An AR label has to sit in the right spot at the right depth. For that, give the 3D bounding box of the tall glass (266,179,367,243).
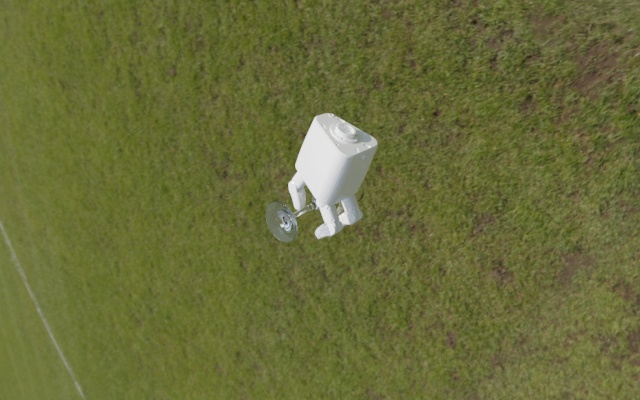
[{"bbox_3d":[0.000,0.003,0.861,0.079,0.079,0.201,0,19,45],"label":"tall glass"}]
